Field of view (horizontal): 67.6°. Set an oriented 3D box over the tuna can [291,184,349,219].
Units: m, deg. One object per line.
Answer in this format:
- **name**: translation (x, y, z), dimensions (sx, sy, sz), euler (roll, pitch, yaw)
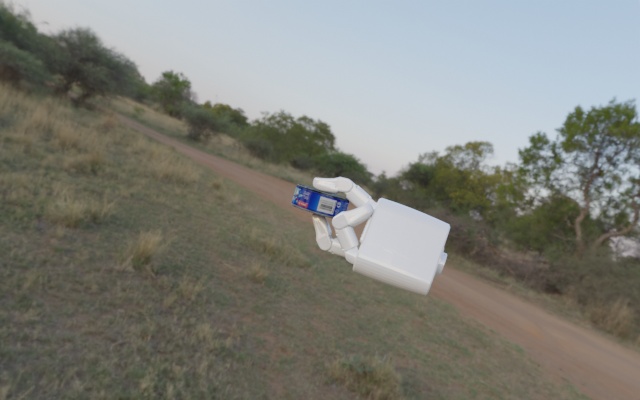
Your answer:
- **tuna can**: translation (0.000, 0.002, 0.729), dimensions (0.086, 0.034, 0.086), euler (16, 3, -1)
